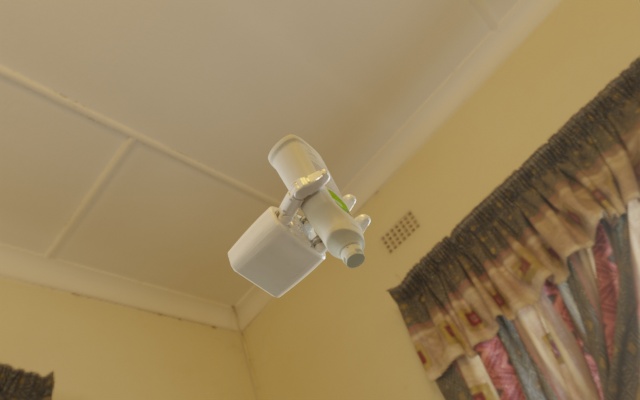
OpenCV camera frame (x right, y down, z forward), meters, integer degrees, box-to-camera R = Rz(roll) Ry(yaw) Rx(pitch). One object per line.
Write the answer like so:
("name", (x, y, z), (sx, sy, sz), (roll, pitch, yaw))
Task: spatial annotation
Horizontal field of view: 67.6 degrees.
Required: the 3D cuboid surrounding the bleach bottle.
("bleach bottle", (0.000, 0.002, 0.733), (0.103, 0.068, 0.250), (35, 18, -41))
